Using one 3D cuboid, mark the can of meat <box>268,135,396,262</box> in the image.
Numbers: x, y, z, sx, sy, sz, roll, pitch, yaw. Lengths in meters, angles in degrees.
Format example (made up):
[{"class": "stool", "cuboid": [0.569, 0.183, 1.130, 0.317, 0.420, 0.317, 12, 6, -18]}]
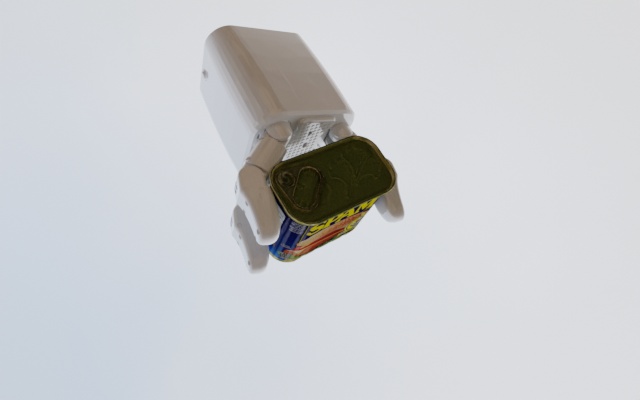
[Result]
[{"class": "can of meat", "cuboid": [0.000, 0.001, 0.401, 0.102, 0.057, 0.084, -24, -19, -28]}]
